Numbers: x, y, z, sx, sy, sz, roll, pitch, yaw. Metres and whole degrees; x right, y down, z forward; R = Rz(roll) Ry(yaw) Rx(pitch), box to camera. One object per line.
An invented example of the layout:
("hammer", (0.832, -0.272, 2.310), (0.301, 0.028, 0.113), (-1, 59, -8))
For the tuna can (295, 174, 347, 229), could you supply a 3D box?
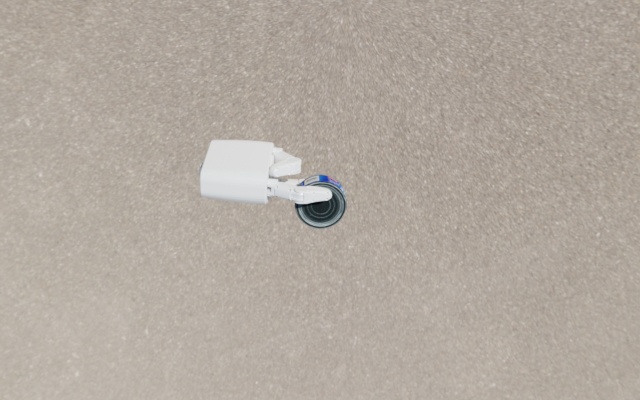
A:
("tuna can", (0.000, 0.003, 0.782), (0.086, 0.086, 0.033), (0, 24, -3))
